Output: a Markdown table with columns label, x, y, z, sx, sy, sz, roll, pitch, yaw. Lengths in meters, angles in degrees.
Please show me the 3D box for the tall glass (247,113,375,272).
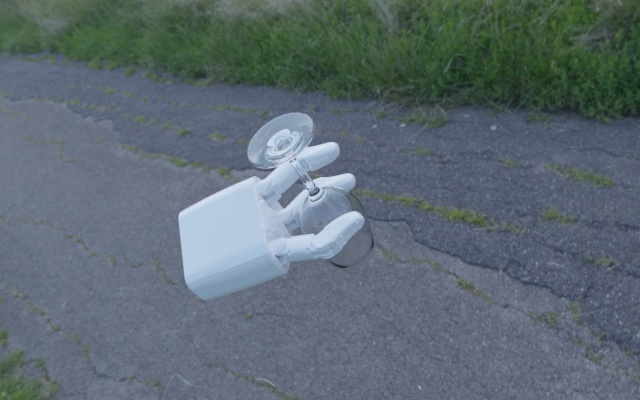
| label | x | y | z | sx | sy | sz | roll | pitch | yaw |
| --- | --- | --- | --- | --- | --- | --- | --- | --- | --- |
| tall glass | 0.000 | 0.001 | 0.532 | 0.079 | 0.079 | 0.201 | 0 | -38 | 31 |
